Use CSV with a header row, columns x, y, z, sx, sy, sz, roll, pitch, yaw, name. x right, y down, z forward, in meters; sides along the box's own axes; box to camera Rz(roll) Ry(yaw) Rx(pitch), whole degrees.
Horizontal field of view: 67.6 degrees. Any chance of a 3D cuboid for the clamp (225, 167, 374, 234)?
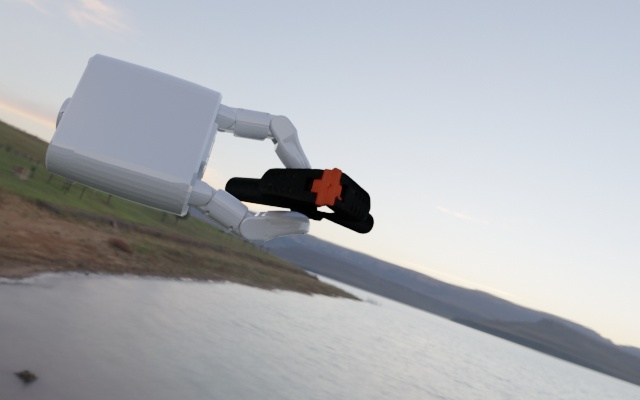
x,y,z,sx,sy,sz,roll,pitch,yaw,name
0.000,0.001,0.433,0.164,0.036,0.210,15,-7,-14,clamp
